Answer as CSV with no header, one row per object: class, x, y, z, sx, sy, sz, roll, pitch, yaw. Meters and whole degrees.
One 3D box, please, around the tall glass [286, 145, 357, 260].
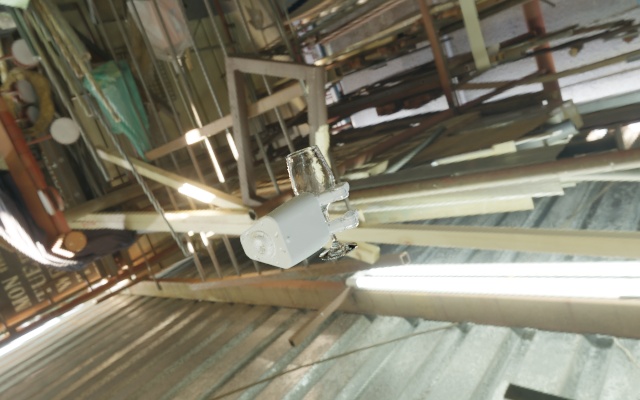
tall glass,0.000,0.003,0.874,0.079,0.201,0.079,-19,11,4
